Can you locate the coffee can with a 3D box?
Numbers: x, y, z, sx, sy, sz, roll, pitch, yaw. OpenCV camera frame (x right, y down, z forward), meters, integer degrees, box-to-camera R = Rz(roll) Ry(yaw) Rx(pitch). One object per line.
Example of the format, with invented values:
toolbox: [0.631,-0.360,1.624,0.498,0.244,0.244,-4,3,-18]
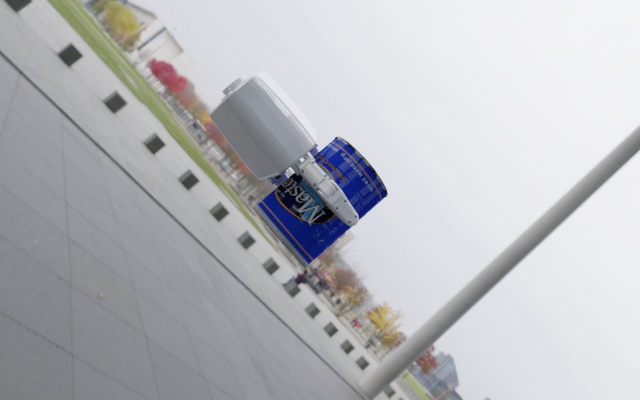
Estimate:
coffee can: [0.000,0.002,0.610,0.140,0.103,0.103,-41,5,-6]
